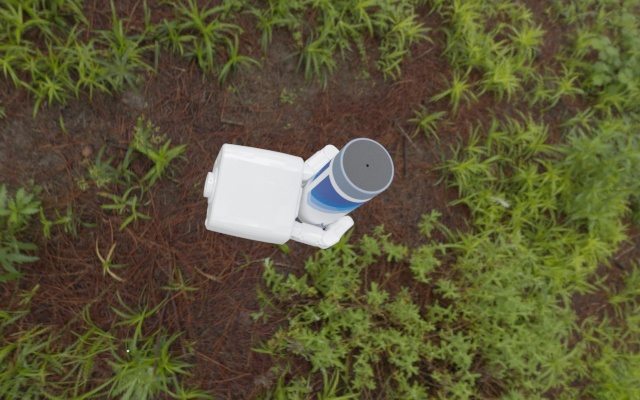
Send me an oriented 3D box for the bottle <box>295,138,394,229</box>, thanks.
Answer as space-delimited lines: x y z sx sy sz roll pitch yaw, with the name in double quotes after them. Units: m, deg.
0.000 0.002 0.662 0.069 0.069 0.296 0 -16 -22 "bottle"
